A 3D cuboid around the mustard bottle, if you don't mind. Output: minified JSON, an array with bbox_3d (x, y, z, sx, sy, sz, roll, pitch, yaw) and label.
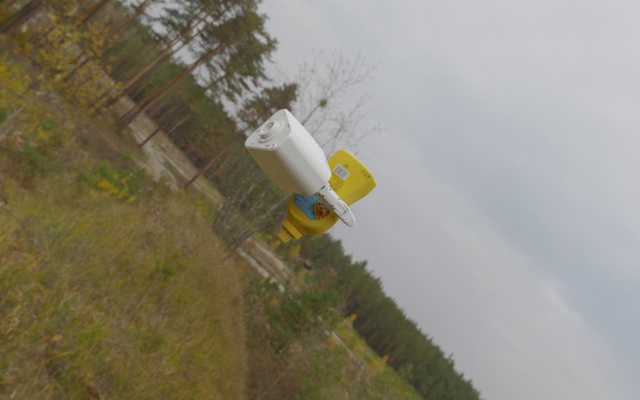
[{"bbox_3d":[0.000,0.003,0.838,0.096,0.191,0.058,45,-4,33],"label":"mustard bottle"}]
